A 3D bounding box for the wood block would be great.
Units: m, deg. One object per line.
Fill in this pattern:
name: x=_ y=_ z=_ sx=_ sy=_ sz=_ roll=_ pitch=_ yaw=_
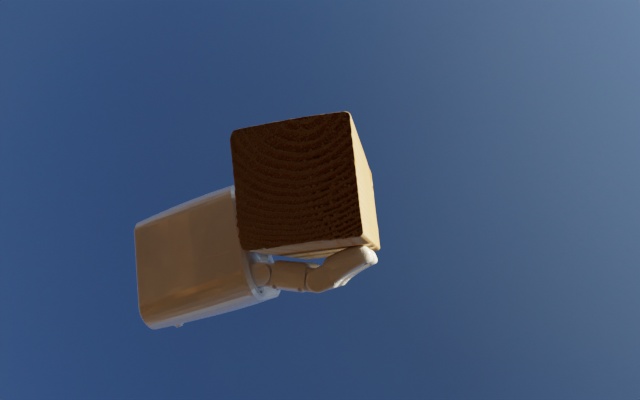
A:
wood block: x=0.000 y=0.001 z=0.430 sx=0.090 sy=0.091 sz=0.206 roll=-8 pitch=-10 yaw=9
